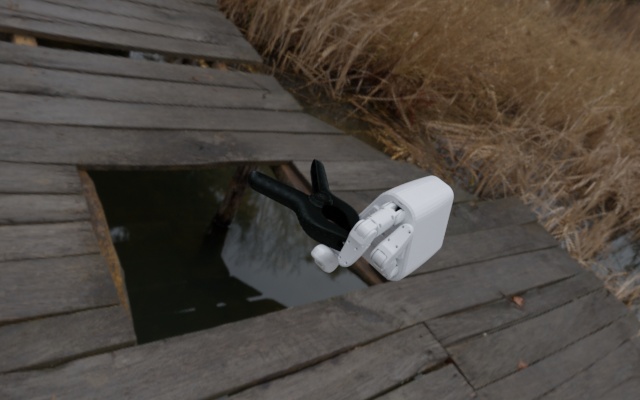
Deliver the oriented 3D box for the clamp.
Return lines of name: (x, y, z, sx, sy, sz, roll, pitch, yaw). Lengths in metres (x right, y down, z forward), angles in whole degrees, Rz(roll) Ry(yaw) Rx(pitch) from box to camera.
clamp: (0.000, 0.002, 0.622, 0.120, 0.039, 0.171, -28, 60, -38)
